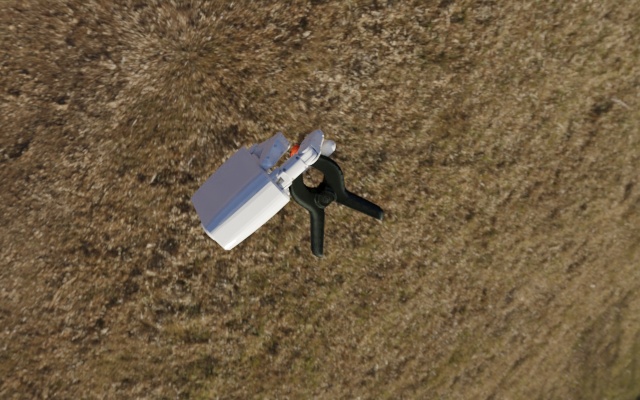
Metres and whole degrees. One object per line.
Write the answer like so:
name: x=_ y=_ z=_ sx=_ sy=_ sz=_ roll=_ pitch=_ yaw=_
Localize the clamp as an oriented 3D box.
clamp: x=0.000 y=0.002 z=0.679 sx=0.120 sy=0.171 sz=0.039 roll=-42 pitch=22 yaw=0
